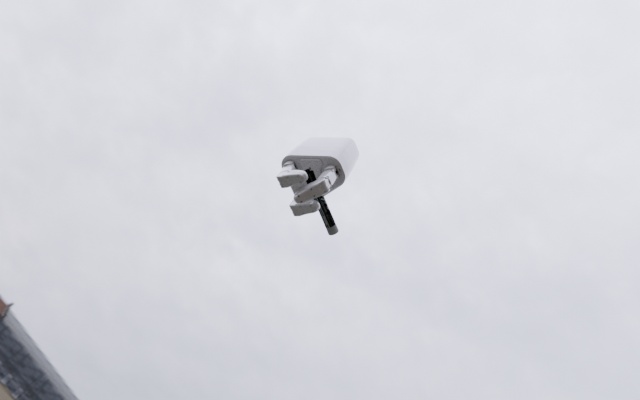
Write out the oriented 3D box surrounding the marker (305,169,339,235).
[{"bbox_3d":[0.000,0.003,0.792,0.020,0.121,0.020,-21,20,8],"label":"marker"}]
